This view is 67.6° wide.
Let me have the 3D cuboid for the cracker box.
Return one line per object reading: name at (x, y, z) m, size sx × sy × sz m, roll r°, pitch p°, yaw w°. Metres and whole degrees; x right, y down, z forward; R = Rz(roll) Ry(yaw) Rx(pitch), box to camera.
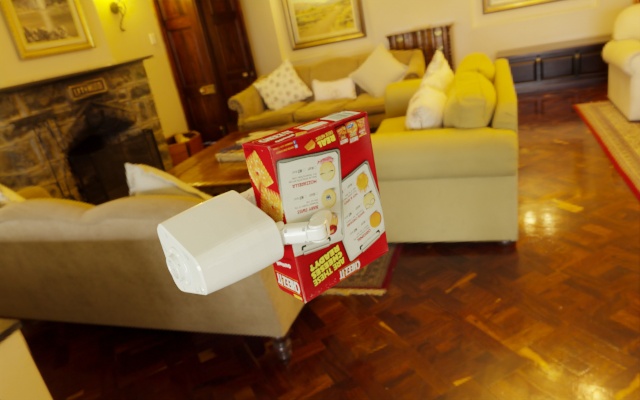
cracker box at (0.000, 0.002, 0.647) m, size 0.164 × 0.214 × 0.072 m, roll -26°, pitch 25°, yaw -33°
